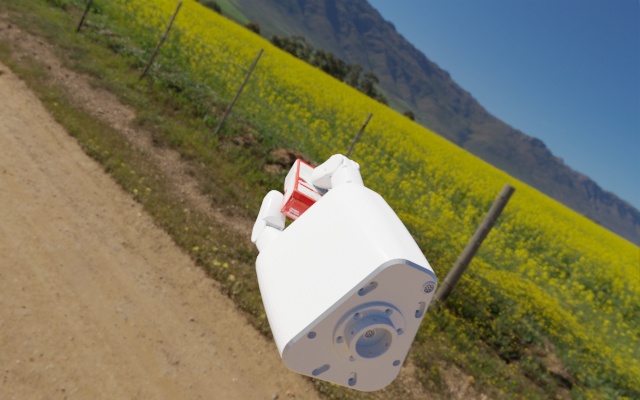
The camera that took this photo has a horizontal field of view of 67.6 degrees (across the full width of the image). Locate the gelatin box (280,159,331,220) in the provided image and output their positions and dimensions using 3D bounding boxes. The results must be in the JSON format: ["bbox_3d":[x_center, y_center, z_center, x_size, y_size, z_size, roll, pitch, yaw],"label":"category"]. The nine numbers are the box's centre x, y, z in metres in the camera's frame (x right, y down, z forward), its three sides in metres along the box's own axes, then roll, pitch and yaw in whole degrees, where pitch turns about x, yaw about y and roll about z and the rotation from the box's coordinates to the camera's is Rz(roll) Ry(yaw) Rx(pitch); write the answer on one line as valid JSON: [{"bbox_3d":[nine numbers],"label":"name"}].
[{"bbox_3d":[0.000,0.001,0.473,0.073,0.030,0.089,30,20,-13],"label":"gelatin box"}]
